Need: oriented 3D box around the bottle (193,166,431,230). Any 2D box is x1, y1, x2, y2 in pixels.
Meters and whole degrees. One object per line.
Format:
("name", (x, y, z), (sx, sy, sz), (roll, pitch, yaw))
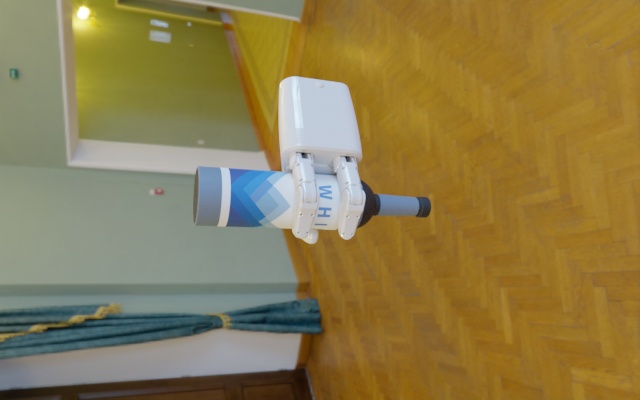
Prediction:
("bottle", (0.000, 0.002, 0.579), (0.296, 0.069, 0.069), (3, -1, -19))
